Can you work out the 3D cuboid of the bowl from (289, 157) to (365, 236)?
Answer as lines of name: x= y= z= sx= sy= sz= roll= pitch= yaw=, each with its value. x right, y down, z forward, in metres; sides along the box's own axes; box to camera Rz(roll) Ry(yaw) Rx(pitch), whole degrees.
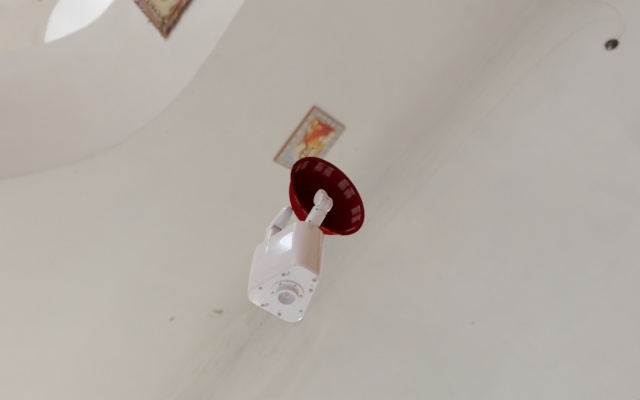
bowl: x=0.000 y=0.002 z=0.846 sx=0.162 sy=0.162 sz=0.055 roll=0 pitch=-31 yaw=-44
